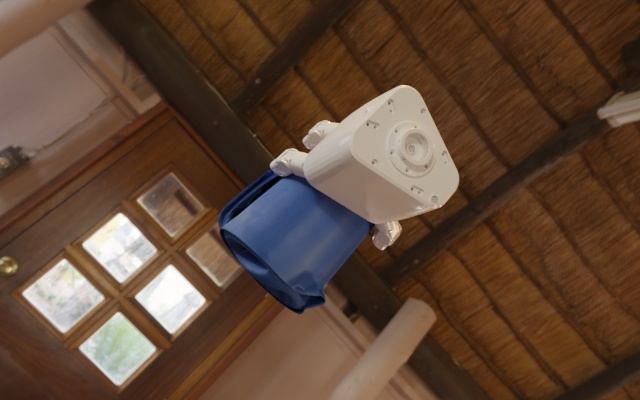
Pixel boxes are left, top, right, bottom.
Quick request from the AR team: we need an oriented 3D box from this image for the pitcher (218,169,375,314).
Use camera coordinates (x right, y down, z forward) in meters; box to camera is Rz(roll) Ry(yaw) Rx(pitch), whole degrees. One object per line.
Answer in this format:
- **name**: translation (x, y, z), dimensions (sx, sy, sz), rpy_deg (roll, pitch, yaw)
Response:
- **pitcher**: translation (0.000, 0.002, 0.585), dimensions (0.242, 0.149, 0.145), rpy_deg (-44, 7, -21)
